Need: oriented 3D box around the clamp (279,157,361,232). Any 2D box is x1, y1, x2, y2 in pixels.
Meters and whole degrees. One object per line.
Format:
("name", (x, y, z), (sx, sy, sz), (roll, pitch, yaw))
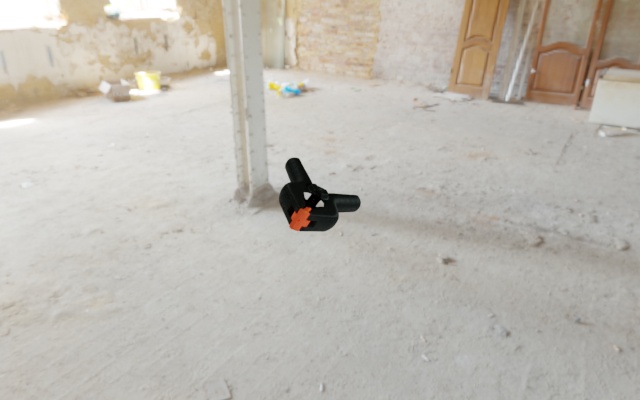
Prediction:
("clamp", (0.000, 0.002, 0.614), (0.120, 0.039, 0.171), (24, 24, -6))
